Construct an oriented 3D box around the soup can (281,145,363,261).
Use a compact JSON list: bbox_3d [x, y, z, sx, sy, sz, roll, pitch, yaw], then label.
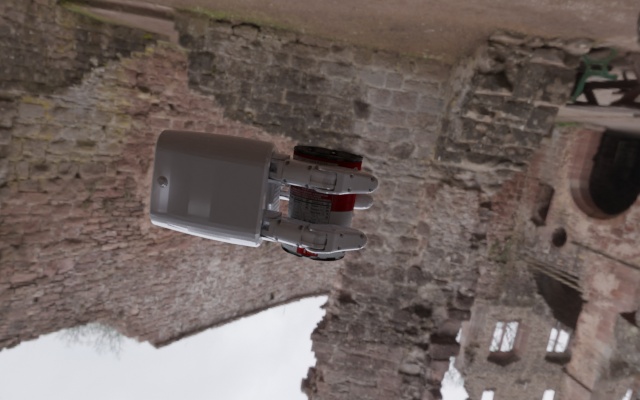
[{"bbox_3d":[0.001,0.002,0.473,0.068,0.102,0.068,9,11,-2],"label":"soup can"}]
